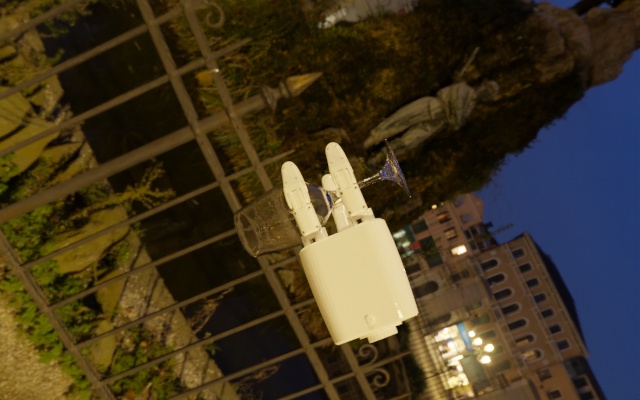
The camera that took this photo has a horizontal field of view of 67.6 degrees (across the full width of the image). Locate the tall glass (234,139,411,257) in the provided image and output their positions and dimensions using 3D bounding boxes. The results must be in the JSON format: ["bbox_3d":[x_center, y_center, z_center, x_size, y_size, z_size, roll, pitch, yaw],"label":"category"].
[{"bbox_3d":[0.001,0.001,0.568,0.201,0.079,0.079,-23,-3,8],"label":"tall glass"}]
